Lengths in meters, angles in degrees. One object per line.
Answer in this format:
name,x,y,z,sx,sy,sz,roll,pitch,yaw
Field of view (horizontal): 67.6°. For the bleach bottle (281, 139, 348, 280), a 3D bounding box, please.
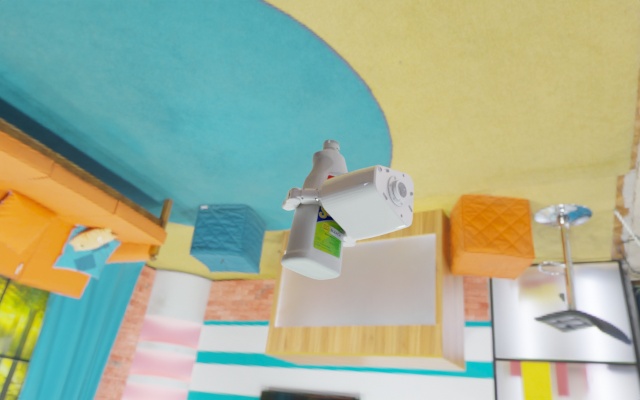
bleach bottle,0.000,0.003,0.827,0.068,0.250,0.102,-17,-35,41
